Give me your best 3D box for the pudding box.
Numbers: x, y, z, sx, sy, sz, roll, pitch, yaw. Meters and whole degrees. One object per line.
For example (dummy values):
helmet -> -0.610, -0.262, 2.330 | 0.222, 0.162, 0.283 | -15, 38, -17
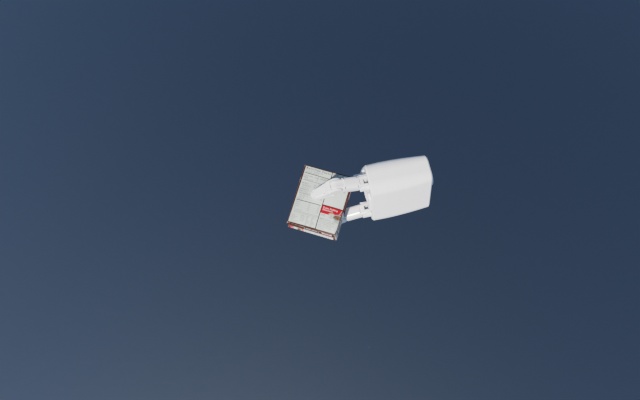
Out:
pudding box -> 0.000, 0.003, 0.832 | 0.090, 0.113, 0.039 | 16, -16, 7
